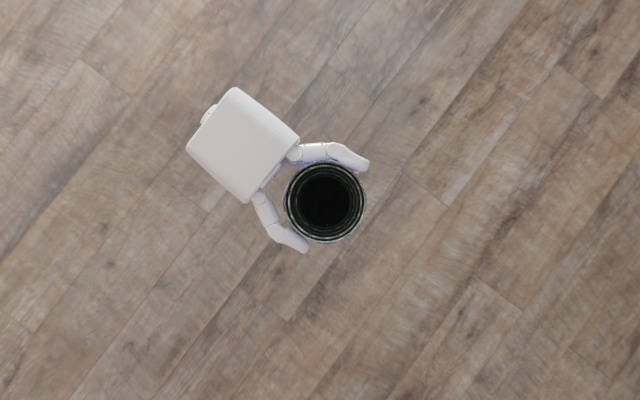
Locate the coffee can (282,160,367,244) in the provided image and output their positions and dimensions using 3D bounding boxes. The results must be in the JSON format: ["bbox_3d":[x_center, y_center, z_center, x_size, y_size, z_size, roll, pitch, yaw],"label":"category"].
[{"bbox_3d":[0.000,0.002,0.649,0.103,0.103,0.140,0,0,-5],"label":"coffee can"}]
